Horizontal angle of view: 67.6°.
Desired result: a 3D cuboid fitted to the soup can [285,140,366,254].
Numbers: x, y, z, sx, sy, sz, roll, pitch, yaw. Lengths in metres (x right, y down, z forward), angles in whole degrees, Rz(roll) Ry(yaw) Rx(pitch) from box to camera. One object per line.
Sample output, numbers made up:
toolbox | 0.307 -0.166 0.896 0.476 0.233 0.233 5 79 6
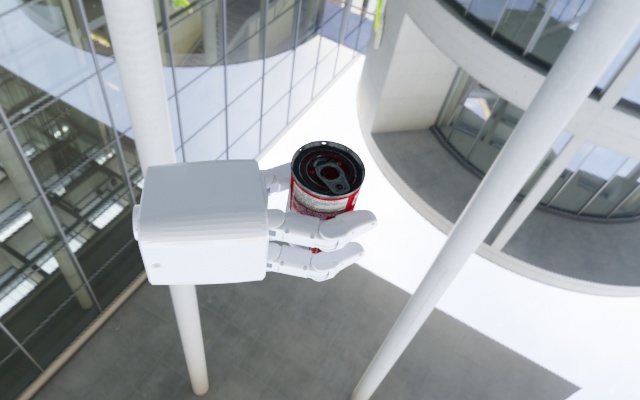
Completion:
soup can | 0.000 0.002 0.464 0.068 0.068 0.102 0 -38 -10
